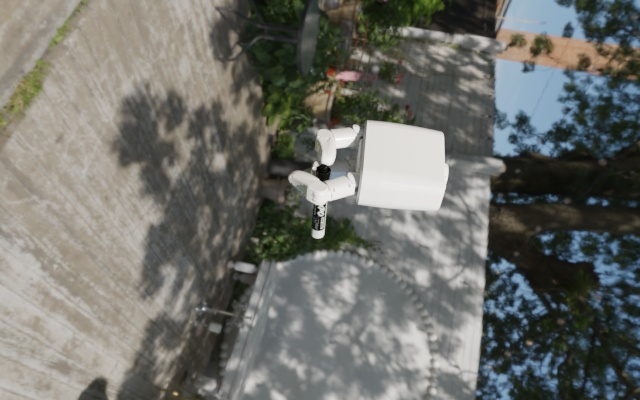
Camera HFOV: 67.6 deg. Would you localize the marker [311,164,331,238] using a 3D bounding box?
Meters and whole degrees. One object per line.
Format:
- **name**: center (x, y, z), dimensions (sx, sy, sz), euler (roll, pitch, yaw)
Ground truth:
- **marker**: center (0.000, 0.002, 0.627), dimensions (0.020, 0.121, 0.020), euler (3, 42, -3)
